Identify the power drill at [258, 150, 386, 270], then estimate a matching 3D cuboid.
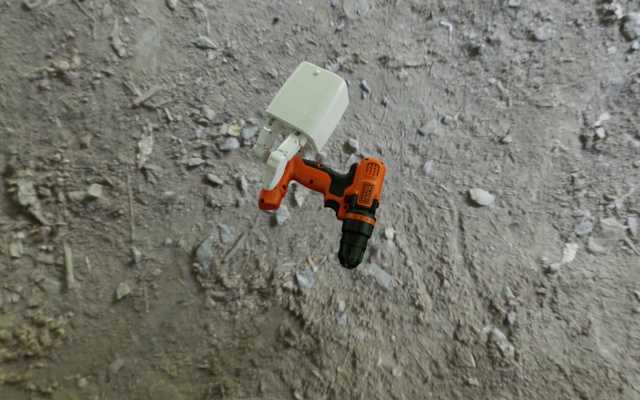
[{"bbox_3d":[0.000,0.002,0.765,0.187,0.184,0.057,15,-16,1],"label":"power drill"}]
